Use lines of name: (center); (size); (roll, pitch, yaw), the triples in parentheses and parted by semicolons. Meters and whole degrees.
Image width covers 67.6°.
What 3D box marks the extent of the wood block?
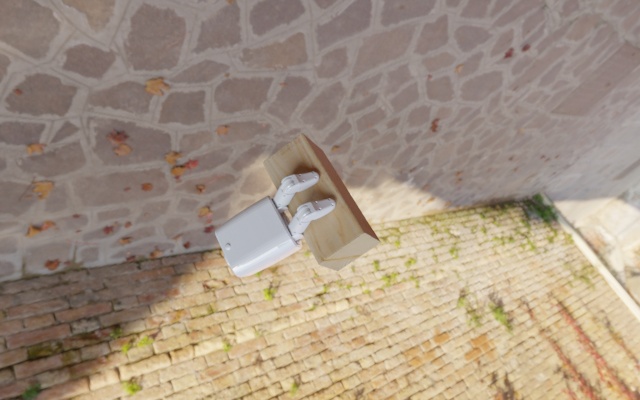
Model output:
wood block: (0.000, 0.003, 0.793); (0.090, 0.206, 0.091); (-35, -25, 10)
